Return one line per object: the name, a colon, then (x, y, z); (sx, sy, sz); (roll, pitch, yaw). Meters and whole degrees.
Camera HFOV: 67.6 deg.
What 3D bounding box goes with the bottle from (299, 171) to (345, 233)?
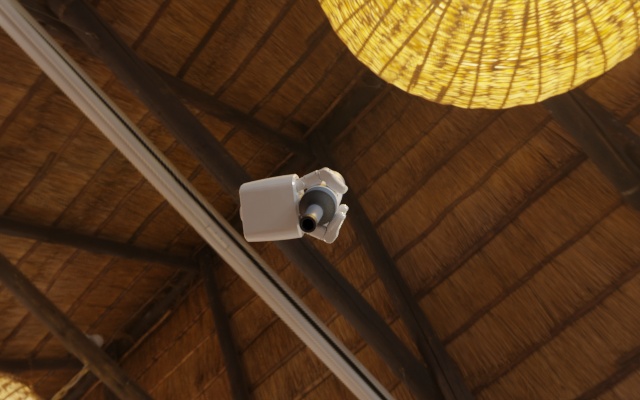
bottle: (0.000, 0.003, 0.878); (0.069, 0.069, 0.295); (0, 14, 8)
